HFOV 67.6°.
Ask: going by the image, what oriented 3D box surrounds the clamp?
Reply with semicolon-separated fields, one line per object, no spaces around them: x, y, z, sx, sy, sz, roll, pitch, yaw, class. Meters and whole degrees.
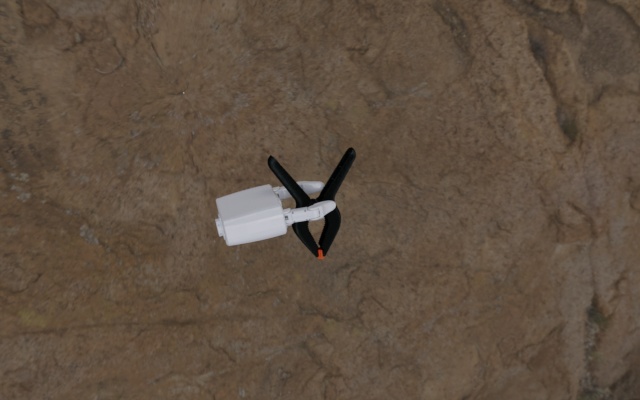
0.000;0.004;0.883;0.164;0.210;0.036;-14;16;-14;clamp
